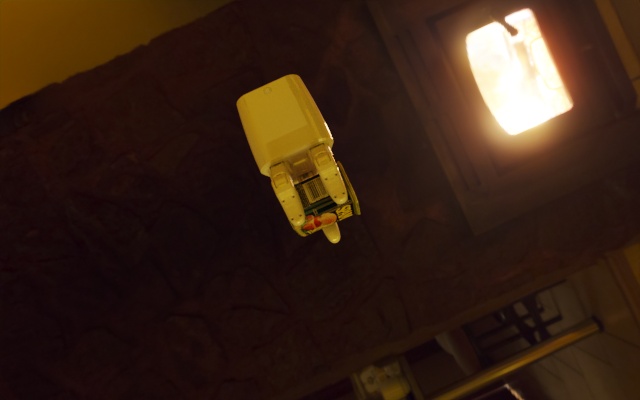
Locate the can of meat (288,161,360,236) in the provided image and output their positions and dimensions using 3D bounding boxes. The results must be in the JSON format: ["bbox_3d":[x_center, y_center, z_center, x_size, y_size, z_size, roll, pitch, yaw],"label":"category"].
[{"bbox_3d":[0.000,0.002,0.604,0.084,0.057,0.102,-24,-14,1],"label":"can of meat"}]
